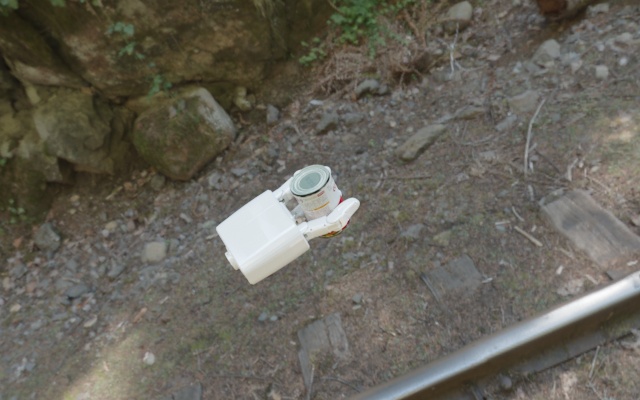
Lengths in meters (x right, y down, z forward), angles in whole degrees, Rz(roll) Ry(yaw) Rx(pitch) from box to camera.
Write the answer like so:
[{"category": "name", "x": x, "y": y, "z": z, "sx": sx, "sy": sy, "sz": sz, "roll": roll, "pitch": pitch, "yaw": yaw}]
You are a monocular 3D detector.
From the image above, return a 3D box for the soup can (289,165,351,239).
[{"category": "soup can", "x": 0.000, "y": 0.002, "z": 0.754, "sx": 0.068, "sy": 0.068, "sz": 0.102, "roll": 0, "pitch": -43, "yaw": 29}]
